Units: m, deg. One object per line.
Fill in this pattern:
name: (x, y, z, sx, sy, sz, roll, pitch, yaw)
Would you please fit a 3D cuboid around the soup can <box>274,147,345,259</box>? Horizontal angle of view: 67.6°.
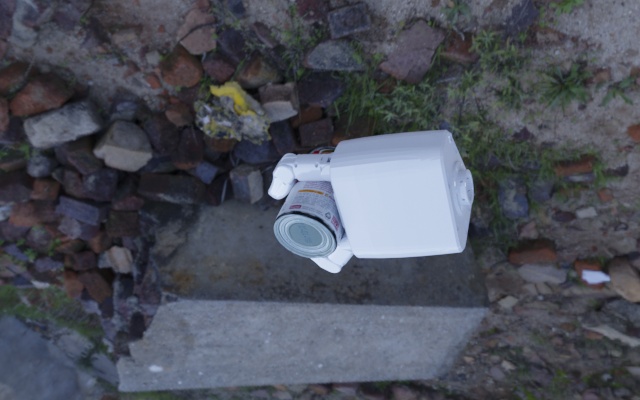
soup can: (0.000, 0.002, 0.499, 0.068, 0.068, 0.102, 0, 44, 25)
